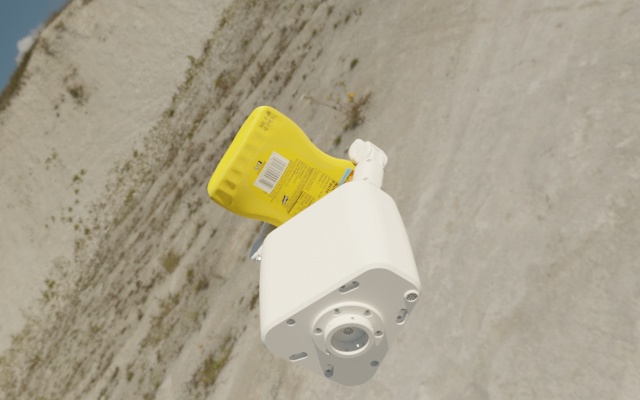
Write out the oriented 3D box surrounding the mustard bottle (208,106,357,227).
[{"bbox_3d":[0.000,0.001,0.447,0.192,0.096,0.058,31,0,-20],"label":"mustard bottle"}]
